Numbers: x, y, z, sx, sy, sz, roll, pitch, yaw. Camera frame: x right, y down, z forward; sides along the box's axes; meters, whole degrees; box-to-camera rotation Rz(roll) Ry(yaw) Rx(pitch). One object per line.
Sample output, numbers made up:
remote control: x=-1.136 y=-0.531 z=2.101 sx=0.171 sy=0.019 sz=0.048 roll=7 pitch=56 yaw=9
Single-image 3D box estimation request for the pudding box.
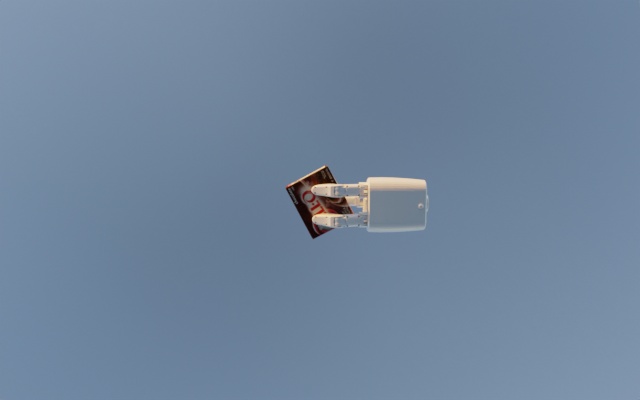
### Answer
pudding box: x=0.000 y=0.003 z=0.895 sx=0.090 sy=0.113 sz=0.039 roll=-28 pitch=4 yaw=5
